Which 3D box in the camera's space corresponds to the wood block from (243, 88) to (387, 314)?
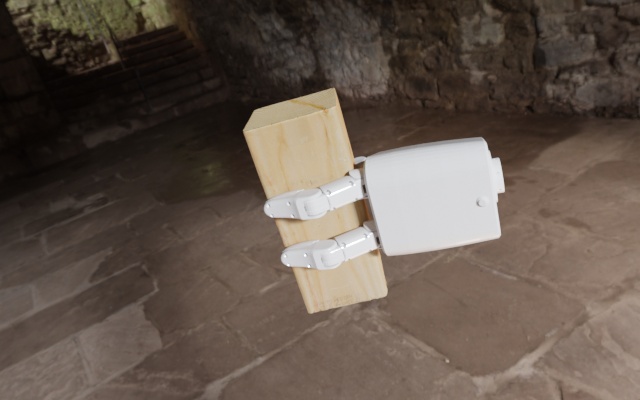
[{"bbox_3d":[0.000,0.001,0.499,0.090,0.206,0.090,-14,23,7],"label":"wood block"}]
